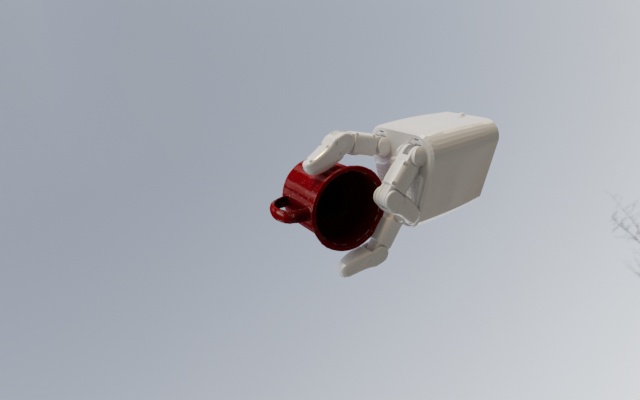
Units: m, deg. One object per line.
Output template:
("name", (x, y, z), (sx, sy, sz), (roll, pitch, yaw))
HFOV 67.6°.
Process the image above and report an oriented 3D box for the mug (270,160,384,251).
("mug", (-0.001, 0.002, 0.521), (0.117, 0.093, 0.081), (-17, 24, -28))
